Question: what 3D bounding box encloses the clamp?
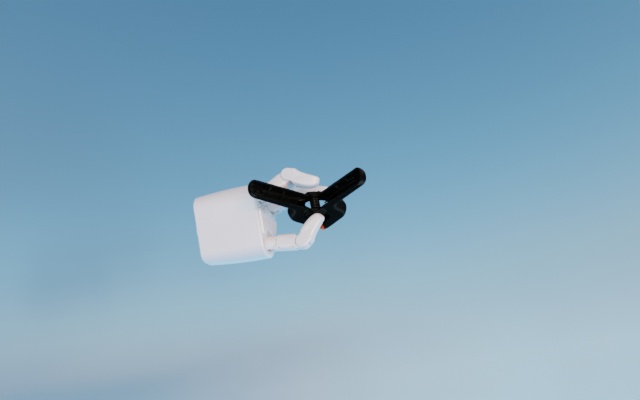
[{"bbox_3d":[0.000,0.003,0.737,0.164,0.036,0.210,-8,-20,12],"label":"clamp"}]
